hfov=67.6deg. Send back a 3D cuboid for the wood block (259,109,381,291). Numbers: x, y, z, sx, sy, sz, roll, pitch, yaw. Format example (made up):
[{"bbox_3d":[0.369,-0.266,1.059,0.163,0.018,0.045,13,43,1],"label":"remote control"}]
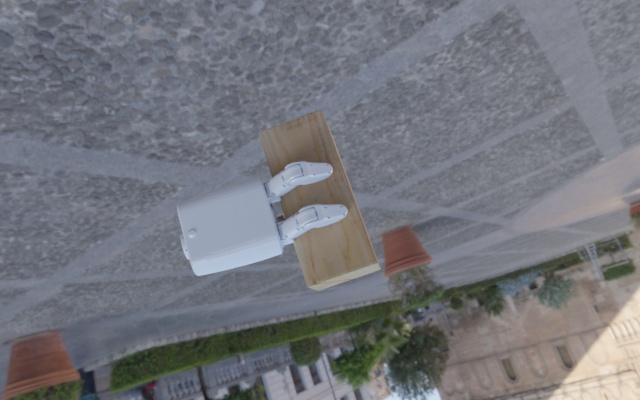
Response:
[{"bbox_3d":[0.000,0.002,0.619,0.090,0.206,0.091,-20,-15,4],"label":"wood block"}]
